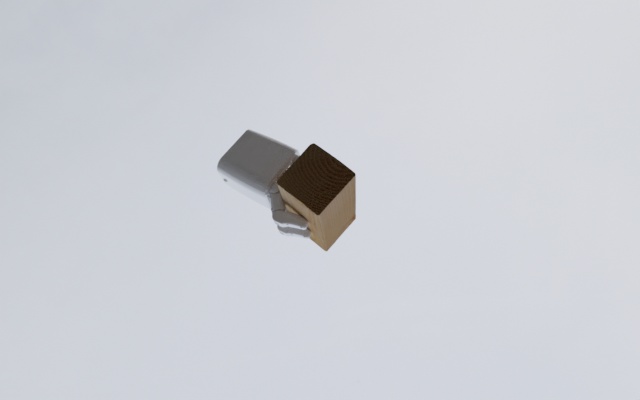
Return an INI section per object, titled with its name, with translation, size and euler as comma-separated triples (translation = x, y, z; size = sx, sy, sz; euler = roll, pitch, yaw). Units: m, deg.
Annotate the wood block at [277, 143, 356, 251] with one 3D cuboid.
[wood block]
translation = 0.000, 0.002, 0.818
size = 0.090, 0.091, 0.206
euler = 38, -14, 16
